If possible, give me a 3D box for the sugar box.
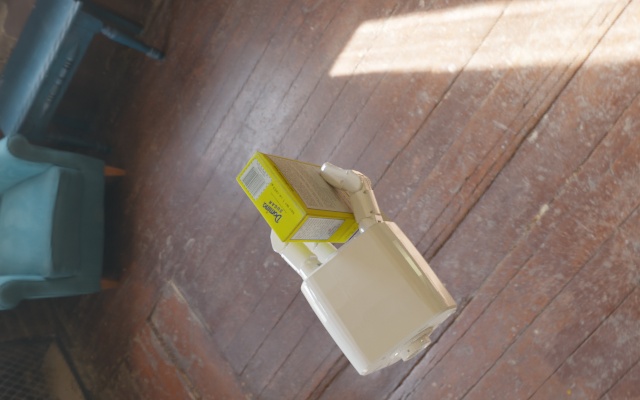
[{"bbox_3d":[0.000,0.002,0.527,0.093,0.048,0.176,52,21,27],"label":"sugar box"}]
